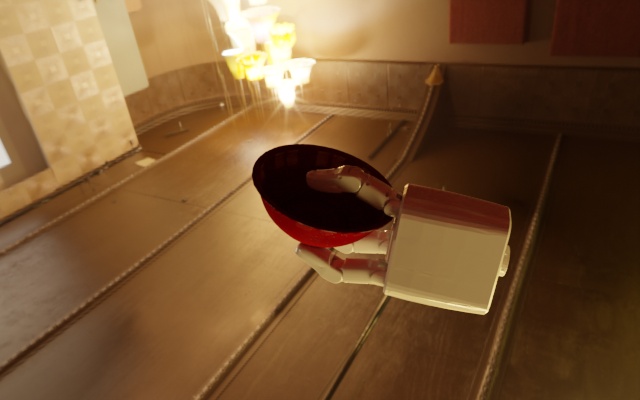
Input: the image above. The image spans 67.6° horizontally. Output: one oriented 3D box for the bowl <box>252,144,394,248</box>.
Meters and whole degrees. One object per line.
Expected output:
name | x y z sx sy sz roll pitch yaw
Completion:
bowl | -0.001 0.001 0.530 0.162 0.055 0.162 12 35 -8
